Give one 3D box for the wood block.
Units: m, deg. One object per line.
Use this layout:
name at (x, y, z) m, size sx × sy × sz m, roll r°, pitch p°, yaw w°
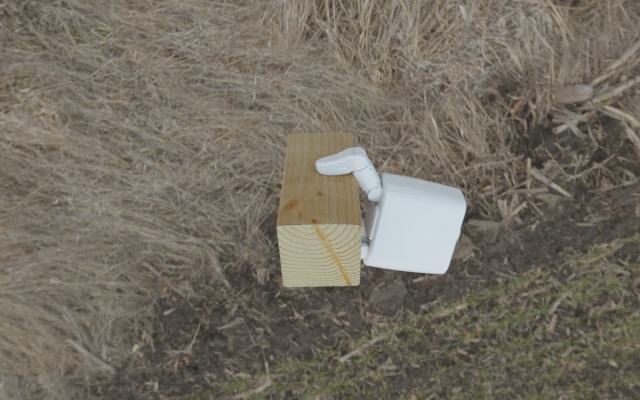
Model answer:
wood block at (0.000, 0.002, 0.599) m, size 0.090 × 0.091 × 0.206 m, roll -1°, pitch 35°, yaw 1°
